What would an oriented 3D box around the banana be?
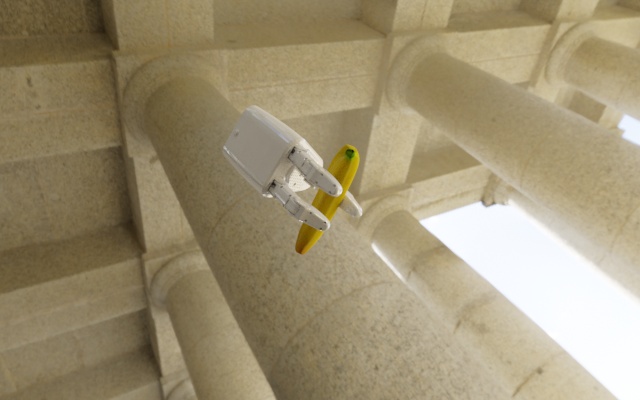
[{"bbox_3d":[0.010,-0.008,0.670,0.037,0.198,0.069,34,37,13],"label":"banana"}]
